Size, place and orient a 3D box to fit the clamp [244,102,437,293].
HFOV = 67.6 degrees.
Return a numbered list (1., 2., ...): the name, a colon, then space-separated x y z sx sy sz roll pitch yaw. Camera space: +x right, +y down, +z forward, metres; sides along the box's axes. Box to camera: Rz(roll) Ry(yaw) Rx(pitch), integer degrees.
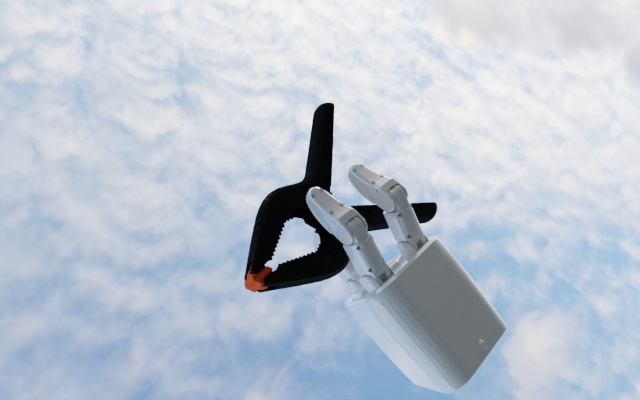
1. clamp: 0.000 0.002 0.449 0.210 0.164 0.036 -36 -8 -33
